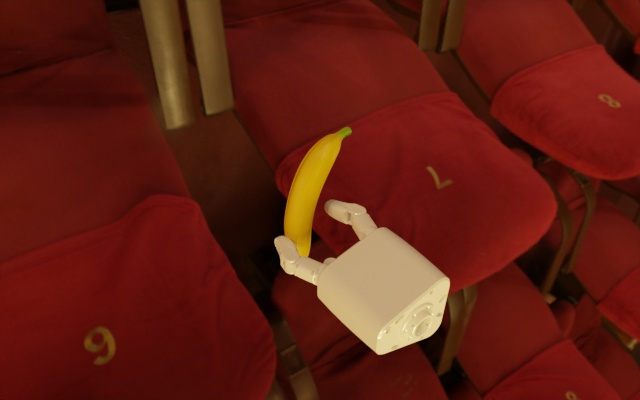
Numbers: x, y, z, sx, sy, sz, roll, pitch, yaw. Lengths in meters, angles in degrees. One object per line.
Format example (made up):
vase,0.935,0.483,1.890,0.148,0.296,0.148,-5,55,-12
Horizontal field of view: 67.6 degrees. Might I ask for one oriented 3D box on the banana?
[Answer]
banana,-0.012,-0.002,0.614,0.069,0.198,0.037,4,24,-43
